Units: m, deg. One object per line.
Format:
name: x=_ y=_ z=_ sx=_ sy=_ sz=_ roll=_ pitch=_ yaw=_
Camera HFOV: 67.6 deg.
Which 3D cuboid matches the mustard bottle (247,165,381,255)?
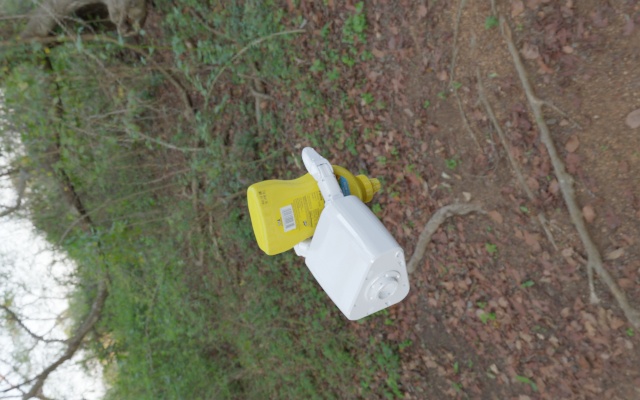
mustard bottle: x=0.000 y=0.002 z=0.663 sx=0.191 sy=0.096 sz=0.058 roll=-17 pitch=17 yaw=-22
